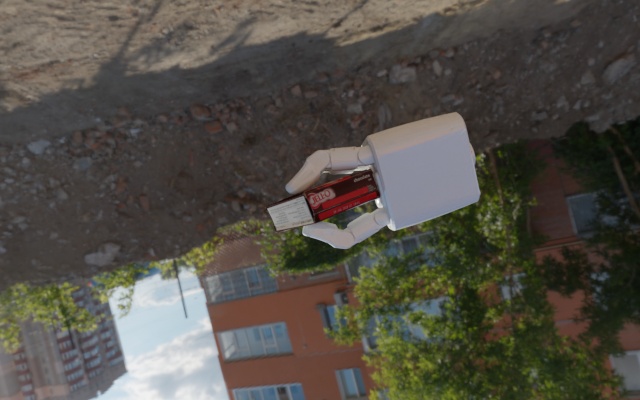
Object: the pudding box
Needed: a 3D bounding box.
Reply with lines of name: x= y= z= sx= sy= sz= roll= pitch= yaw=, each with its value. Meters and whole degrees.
pudding box: x=0.000 y=0.002 z=0.546 sx=0.090 sy=0.039 sz=0.113 roll=-20 pitch=-1 yaw=-29
